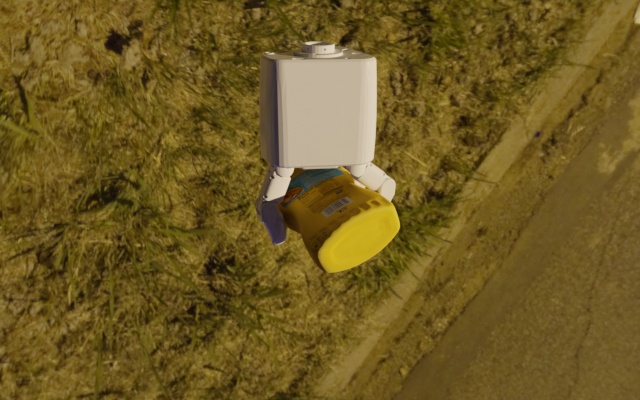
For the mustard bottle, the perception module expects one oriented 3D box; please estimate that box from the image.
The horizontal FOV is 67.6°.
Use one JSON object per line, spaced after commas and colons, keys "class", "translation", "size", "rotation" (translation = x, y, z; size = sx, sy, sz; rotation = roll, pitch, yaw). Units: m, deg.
{"class": "mustard bottle", "translation": [0.000, 0.002, 0.544], "size": [0.096, 0.058, 0.191], "rotation": [-32, 34, -10]}
